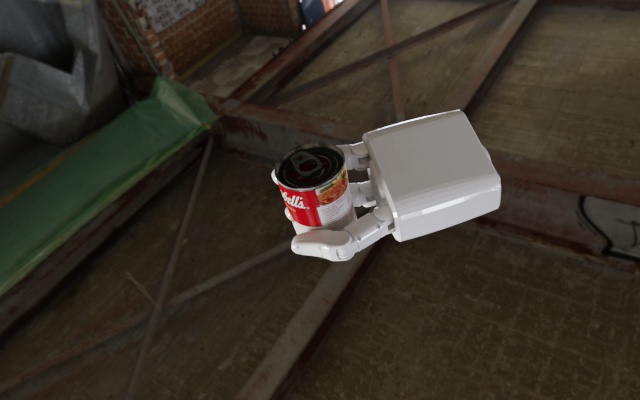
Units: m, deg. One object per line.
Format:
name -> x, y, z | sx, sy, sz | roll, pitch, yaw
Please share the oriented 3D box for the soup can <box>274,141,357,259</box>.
soup can -> 0.000, 0.002, 0.479 | 0.068, 0.102, 0.068 | -9, 43, 8
